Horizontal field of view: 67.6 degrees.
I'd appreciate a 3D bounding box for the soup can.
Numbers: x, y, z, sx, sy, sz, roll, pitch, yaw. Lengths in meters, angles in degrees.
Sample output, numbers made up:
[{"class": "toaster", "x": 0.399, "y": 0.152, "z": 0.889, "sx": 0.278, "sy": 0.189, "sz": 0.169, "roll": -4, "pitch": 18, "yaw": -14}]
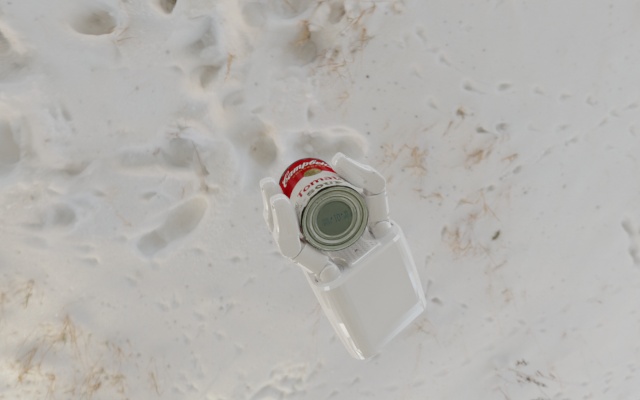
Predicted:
[{"class": "soup can", "x": 0.000, "y": 0.001, "z": 0.485, "sx": 0.068, "sy": 0.068, "sz": 0.102, "roll": 0, "pitch": 19, "yaw": -17}]
